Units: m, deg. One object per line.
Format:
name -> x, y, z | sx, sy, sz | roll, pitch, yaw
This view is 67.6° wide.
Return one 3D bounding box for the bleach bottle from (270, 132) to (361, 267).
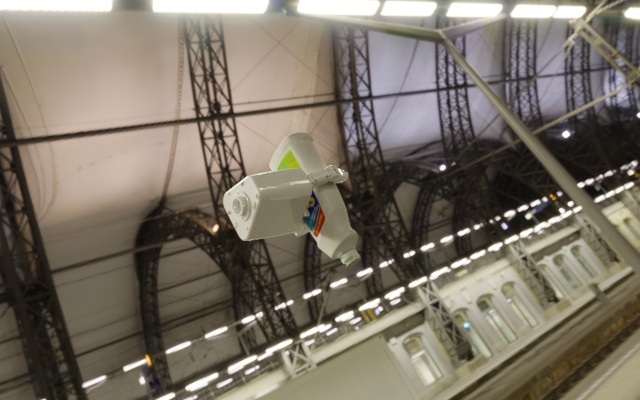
bleach bottle -> 0.000, 0.003, 0.857 | 0.068, 0.250, 0.103 | -10, -31, -42
